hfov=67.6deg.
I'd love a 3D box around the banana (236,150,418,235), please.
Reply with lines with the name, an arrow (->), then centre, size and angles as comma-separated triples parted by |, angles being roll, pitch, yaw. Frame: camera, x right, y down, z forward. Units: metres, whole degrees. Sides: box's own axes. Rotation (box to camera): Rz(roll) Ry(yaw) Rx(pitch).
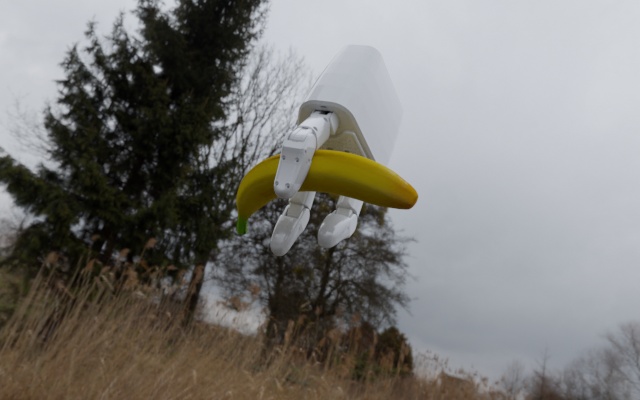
banana -> -0.010, -0.014, 0.435 | 0.198, 0.070, 0.037 | -10, 25, 34
